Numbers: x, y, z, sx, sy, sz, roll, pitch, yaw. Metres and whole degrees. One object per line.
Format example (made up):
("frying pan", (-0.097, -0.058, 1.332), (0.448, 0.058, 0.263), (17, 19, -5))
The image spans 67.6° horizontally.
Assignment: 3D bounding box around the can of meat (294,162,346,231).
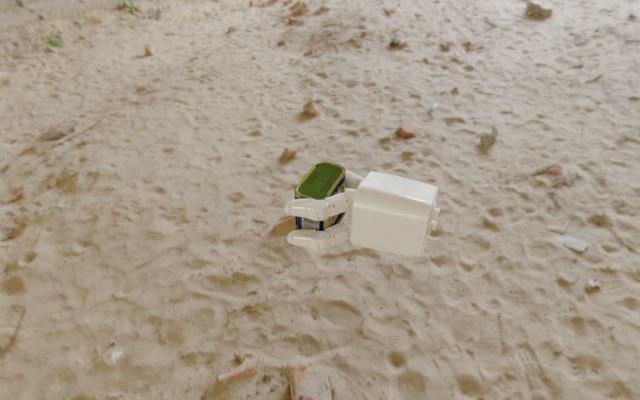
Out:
("can of meat", (0.000, 0.002, 0.716), (0.057, 0.084, 0.102), (16, 41, 18))
